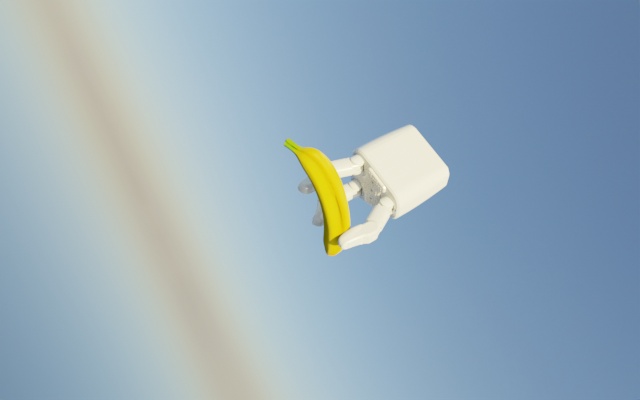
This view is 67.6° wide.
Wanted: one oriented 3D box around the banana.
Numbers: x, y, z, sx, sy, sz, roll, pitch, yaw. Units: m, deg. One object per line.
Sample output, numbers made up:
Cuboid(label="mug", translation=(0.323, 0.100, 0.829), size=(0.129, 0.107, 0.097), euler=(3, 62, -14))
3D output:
Cuboid(label="banana", translation=(0.010, 0.004, 0.651), size=(0.037, 0.198, 0.069), euler=(-33, 32, -24))
